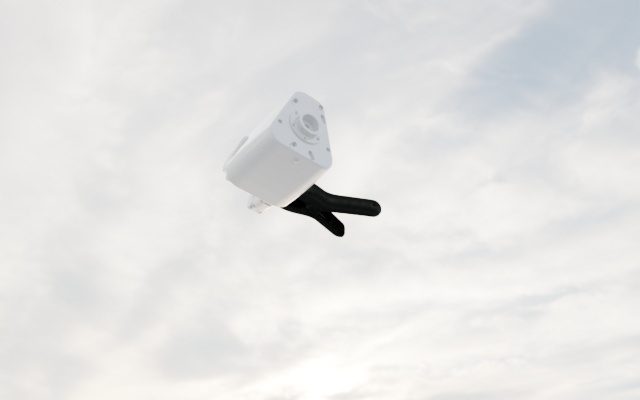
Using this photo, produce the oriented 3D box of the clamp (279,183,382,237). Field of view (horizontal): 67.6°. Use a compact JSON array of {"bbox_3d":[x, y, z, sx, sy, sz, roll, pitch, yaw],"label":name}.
[{"bbox_3d":[0.000,0.002,0.695,0.171,0.039,0.120,25,-37,-28],"label":"clamp"}]
